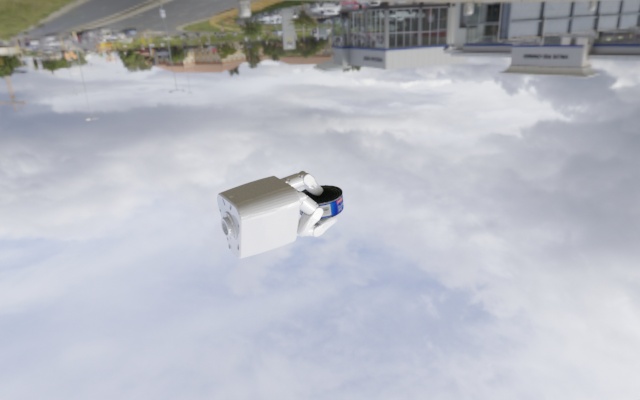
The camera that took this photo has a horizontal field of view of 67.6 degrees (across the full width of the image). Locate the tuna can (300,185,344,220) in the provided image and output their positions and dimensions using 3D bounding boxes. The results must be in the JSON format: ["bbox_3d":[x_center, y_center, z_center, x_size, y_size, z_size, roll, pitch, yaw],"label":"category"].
[{"bbox_3d":[0.000,0.003,0.882,0.086,0.034,0.086,-6,24,3],"label":"tuna can"}]
